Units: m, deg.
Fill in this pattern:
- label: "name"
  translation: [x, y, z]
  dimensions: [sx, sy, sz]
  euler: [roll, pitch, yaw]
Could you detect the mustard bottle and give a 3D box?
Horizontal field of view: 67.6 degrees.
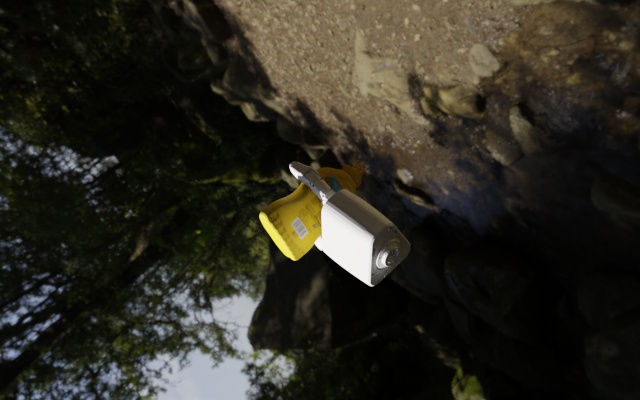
- label: "mustard bottle"
  translation: [0.000, 0.003, 0.778]
  dimensions: [0.191, 0.096, 0.058]
  euler: [-40, 24, -17]
